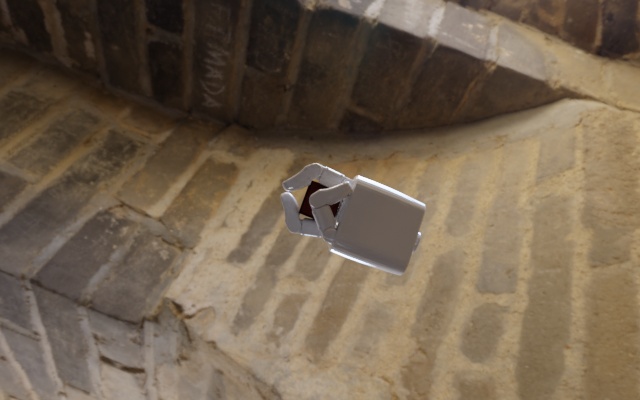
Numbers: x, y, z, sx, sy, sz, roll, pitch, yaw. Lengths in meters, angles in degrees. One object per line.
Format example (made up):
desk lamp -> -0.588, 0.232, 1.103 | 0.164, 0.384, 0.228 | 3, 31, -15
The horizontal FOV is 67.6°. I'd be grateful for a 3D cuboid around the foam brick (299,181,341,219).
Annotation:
foam brick -> 0.000, 0.002, 0.712 | 0.051, 0.053, 0.078 | 20, 2, -2
